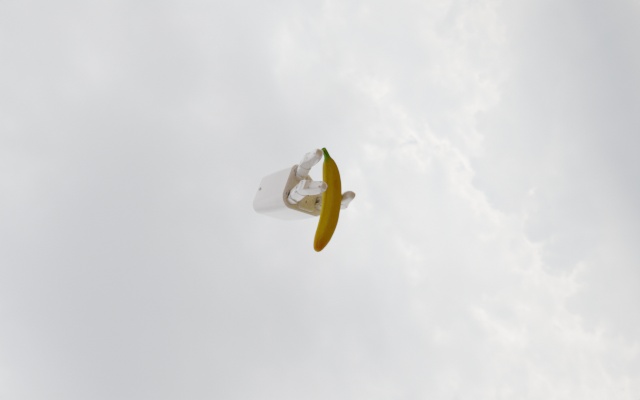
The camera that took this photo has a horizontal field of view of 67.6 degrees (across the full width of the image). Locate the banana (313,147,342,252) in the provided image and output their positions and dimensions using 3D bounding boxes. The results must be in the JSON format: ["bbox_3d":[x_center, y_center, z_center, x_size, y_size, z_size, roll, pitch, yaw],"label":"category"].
[{"bbox_3d":[0.012,0.003,0.910,0.037,0.197,0.069,-8,-16,39],"label":"banana"}]
